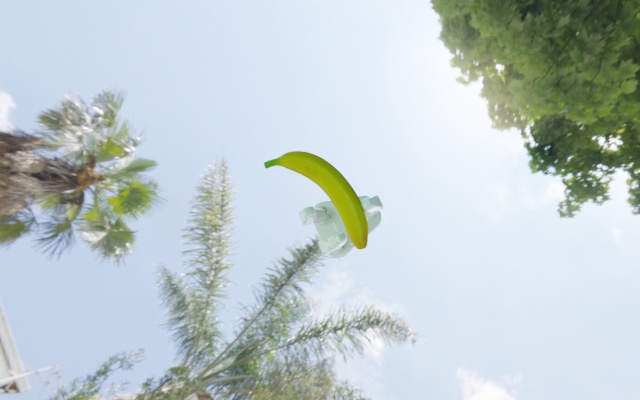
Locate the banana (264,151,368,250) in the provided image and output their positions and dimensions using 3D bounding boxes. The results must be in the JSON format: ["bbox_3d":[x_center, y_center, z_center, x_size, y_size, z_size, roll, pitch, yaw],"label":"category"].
[{"bbox_3d":[0.010,-0.014,0.710,0.198,0.069,0.037,41,2,11],"label":"banana"}]
